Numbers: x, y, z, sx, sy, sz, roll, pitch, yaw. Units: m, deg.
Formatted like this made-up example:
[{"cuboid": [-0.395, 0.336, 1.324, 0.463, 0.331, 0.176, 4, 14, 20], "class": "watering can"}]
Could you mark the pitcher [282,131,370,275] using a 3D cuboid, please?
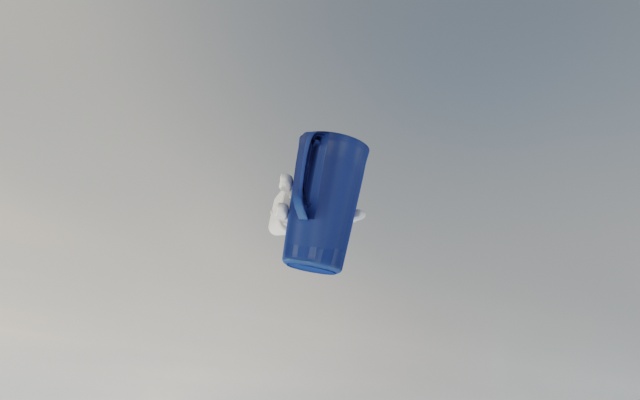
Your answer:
[{"cuboid": [0.000, 0.003, 0.857, 0.149, 0.242, 0.145, 15, -15, -17], "class": "pitcher"}]
